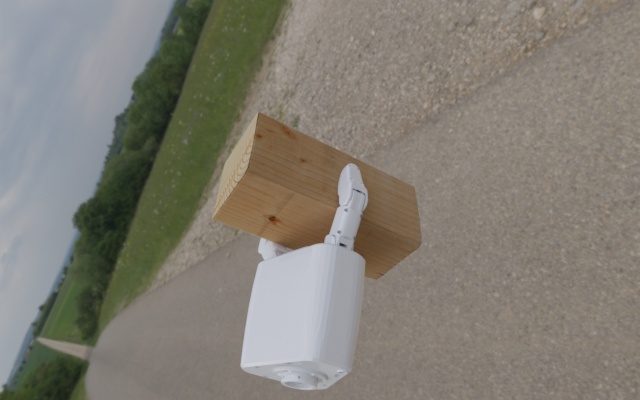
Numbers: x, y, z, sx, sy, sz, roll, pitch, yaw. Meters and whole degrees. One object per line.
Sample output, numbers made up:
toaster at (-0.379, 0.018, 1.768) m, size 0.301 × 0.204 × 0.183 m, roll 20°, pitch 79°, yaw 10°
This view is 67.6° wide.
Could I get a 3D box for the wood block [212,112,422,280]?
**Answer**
wood block at (0.000, 0.002, 0.528) m, size 0.206 × 0.090 × 0.091 m, roll 23°, pitch -46°, yaw -22°
